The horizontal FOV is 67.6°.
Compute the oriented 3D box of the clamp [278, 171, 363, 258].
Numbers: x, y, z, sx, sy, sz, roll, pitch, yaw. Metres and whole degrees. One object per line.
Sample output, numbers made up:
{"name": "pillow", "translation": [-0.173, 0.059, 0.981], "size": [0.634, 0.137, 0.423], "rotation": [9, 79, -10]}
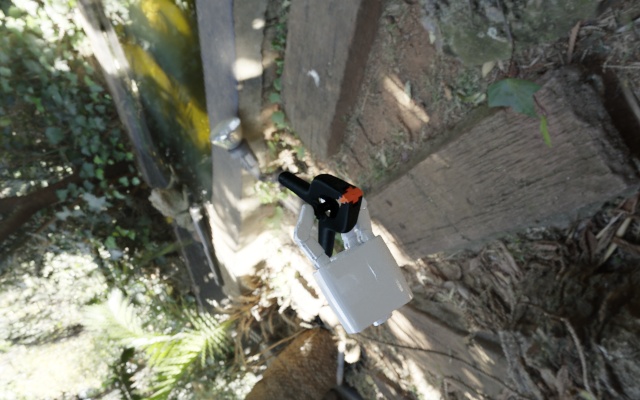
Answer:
{"name": "clamp", "translation": [0.000, 0.003, 0.729], "size": [0.036, 0.164, 0.210], "rotation": [-30, -5, -24]}
